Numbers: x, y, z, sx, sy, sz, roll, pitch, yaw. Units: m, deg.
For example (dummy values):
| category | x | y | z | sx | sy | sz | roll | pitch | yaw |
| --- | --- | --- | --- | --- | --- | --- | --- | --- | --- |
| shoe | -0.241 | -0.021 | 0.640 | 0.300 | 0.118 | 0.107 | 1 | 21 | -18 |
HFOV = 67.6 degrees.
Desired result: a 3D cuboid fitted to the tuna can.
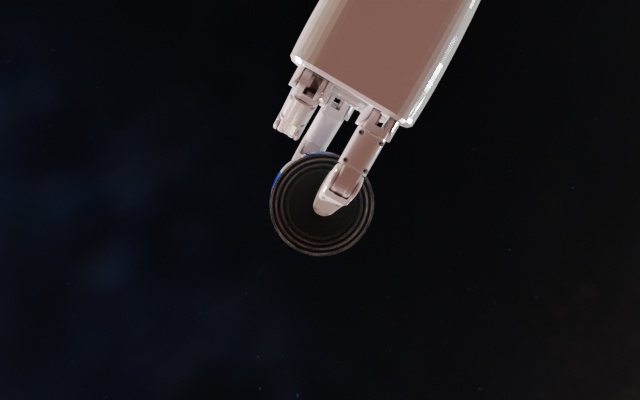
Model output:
| category | x | y | z | sx | sy | sz | roll | pitch | yaw |
| --- | --- | --- | --- | --- | --- | --- | --- | --- | --- |
| tuna can | 0.000 | 0.001 | 0.405 | 0.086 | 0.086 | 0.033 | 0 | 10 | -6 |
